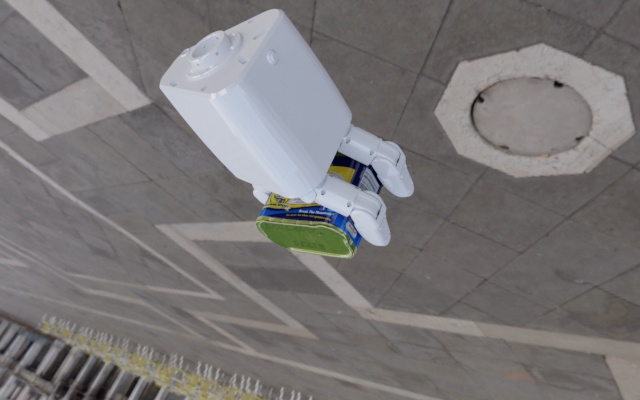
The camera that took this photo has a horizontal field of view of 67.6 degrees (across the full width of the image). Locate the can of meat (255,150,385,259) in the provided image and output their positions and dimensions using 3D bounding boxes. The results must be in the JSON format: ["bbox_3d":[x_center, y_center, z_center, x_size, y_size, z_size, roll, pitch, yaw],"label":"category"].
[{"bbox_3d":[0.000,0.002,0.440,0.102,0.084,0.057,3,-35,35],"label":"can of meat"}]
